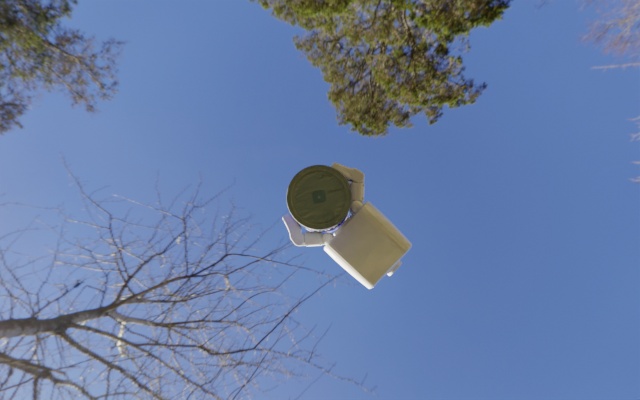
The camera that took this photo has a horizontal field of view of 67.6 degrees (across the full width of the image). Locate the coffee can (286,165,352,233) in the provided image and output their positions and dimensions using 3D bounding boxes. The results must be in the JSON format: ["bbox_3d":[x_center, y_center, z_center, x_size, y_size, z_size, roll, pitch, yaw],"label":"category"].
[{"bbox_3d":[0.000,0.003,0.811,0.103,0.103,0.140,0,-7,2],"label":"coffee can"}]
